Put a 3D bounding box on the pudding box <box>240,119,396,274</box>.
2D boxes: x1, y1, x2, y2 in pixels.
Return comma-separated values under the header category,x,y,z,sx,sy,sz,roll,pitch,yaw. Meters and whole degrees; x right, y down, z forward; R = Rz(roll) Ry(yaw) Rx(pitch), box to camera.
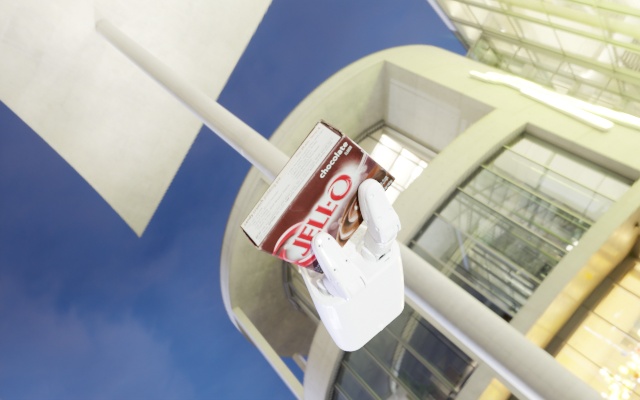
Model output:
category,x,y,z,sx,sy,sz,roll,pitch,yaw
pudding box,0.000,0.001,0.403,0.039,0.113,0.090,39,5,39
